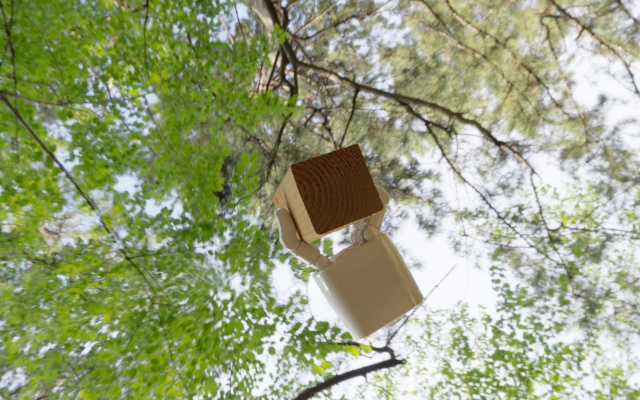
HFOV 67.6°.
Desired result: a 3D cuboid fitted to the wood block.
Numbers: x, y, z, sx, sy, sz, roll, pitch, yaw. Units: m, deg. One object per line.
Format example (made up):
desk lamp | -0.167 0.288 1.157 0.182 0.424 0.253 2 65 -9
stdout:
wood block | 0.000 0.003 0.655 0.091 0.090 0.206 -20 -5 -14
